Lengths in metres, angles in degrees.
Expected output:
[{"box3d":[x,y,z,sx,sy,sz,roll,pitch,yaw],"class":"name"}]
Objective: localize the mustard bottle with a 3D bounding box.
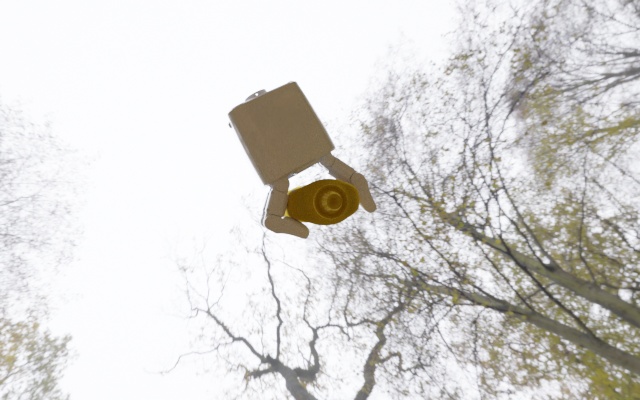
[{"box3d":[0.000,0.002,0.635,0.096,0.058,0.191,-4,-1,-10],"class":"mustard bottle"}]
